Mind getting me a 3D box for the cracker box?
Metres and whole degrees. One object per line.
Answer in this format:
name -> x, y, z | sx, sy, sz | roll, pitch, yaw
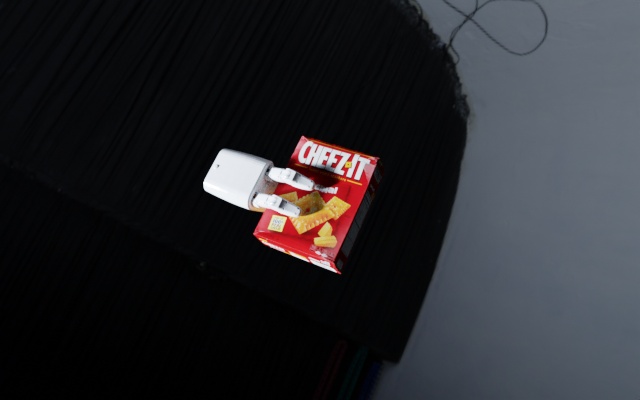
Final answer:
cracker box -> 0.000, 0.003, 0.873 | 0.164, 0.213, 0.072 | 19, -16, 21
